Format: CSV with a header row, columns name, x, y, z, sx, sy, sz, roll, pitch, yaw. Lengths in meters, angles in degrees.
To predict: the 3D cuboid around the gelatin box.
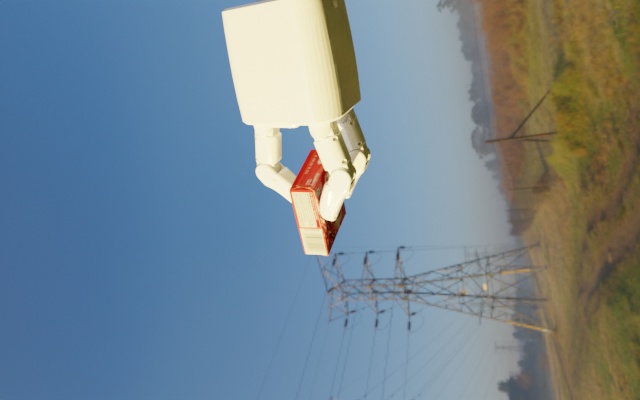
name,x,y,z,sx,sy,sz,roll,pitch,yaw
gelatin box,0.000,0.002,0.504,0.030,0.089,0.073,3,38,19
